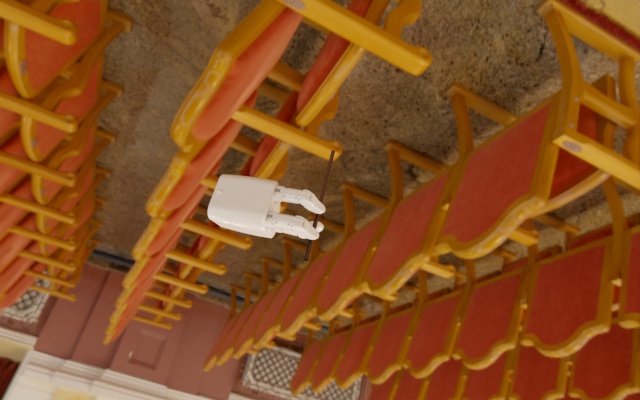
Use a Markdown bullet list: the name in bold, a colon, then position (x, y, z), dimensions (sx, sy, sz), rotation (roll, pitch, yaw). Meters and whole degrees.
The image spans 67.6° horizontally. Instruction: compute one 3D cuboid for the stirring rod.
- **stirring rod**: position (0.000, 0.003, 0.896), dimensions (0.011, 0.239, 0.011), rotation (11, -30, 6)
